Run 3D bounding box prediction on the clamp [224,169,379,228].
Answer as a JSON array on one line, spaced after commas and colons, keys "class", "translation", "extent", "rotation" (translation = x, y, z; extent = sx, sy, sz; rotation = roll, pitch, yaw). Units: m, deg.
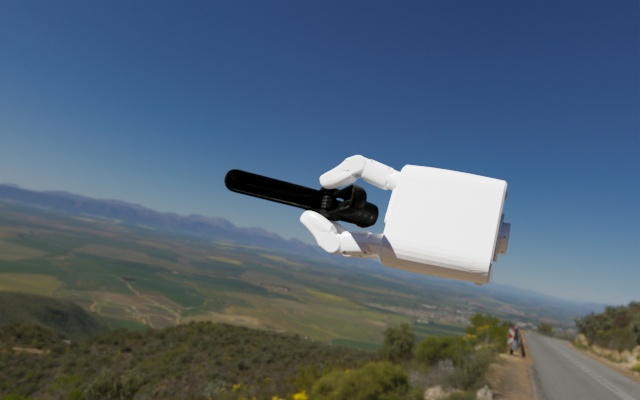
[{"class": "clamp", "translation": [0.001, 0.001, 0.559], "extent": [0.164, 0.036, 0.210], "rotation": [11, -6, 23]}]
